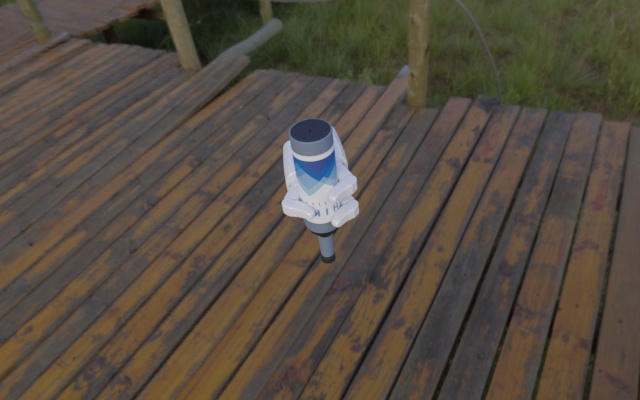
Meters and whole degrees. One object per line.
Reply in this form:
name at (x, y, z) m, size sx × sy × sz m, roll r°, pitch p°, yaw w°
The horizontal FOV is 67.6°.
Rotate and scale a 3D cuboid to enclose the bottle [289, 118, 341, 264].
bottle at (0.000, 0.003, 0.816) m, size 0.069 × 0.296 × 0.069 m, roll -4°, pitch 42°, yaw 4°
